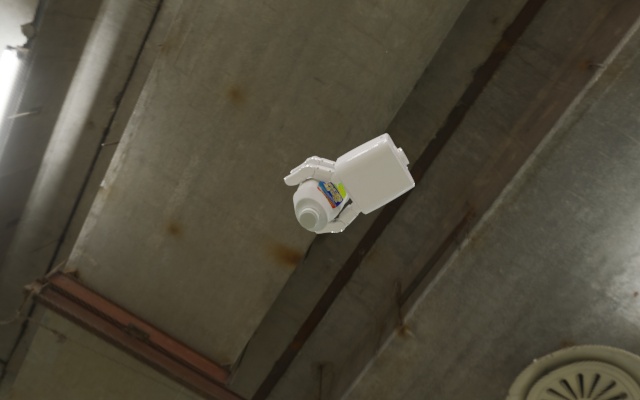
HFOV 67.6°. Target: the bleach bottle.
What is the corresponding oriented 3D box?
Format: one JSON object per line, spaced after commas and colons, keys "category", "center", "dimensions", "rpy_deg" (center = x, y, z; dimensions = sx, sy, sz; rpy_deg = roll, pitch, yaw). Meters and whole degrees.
{"category": "bleach bottle", "center": [0.000, 0.003, 0.879], "dimensions": [0.068, 0.102, 0.250], "rpy_deg": [-28, 11, 15]}
